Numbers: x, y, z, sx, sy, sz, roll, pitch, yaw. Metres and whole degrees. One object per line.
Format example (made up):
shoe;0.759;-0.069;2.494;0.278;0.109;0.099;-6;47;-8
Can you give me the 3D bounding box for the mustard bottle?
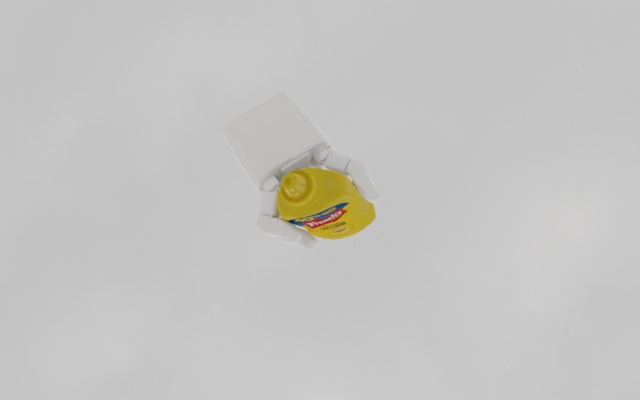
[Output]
mustard bottle;0.000;0.002;0.597;0.096;0.058;0.192;-17;-20;17
